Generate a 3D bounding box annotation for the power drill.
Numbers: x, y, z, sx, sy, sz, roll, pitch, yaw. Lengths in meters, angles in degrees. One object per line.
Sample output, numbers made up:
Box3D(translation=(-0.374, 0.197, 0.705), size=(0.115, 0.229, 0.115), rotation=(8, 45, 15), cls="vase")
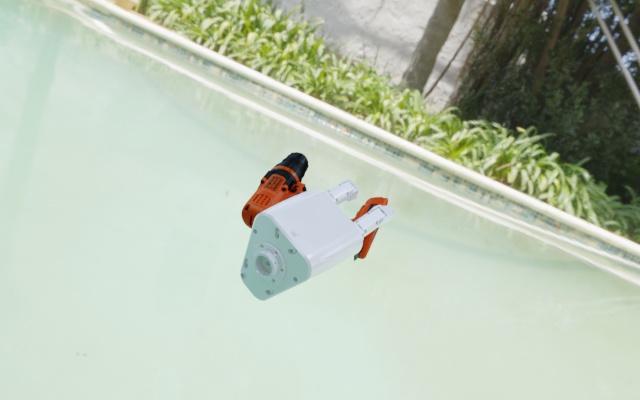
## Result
Box3D(translation=(0.000, 0.003, 0.706), size=(0.187, 0.057, 0.184), rotation=(18, 39, 11), cls="power drill")
